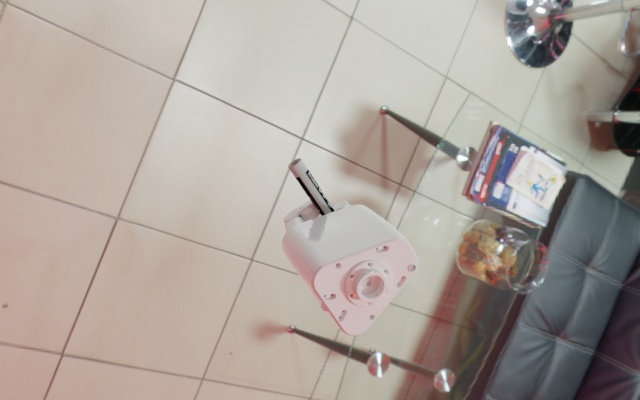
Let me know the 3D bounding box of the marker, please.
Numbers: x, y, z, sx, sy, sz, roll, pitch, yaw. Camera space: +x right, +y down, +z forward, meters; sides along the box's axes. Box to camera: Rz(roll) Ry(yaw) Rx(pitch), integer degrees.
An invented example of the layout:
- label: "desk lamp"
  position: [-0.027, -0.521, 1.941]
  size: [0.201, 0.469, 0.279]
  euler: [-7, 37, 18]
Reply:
- label: "marker"
  position: [0.000, 0.002, 0.582]
  size: [0.020, 0.121, 0.020]
  euler: [-27, 24, 13]
